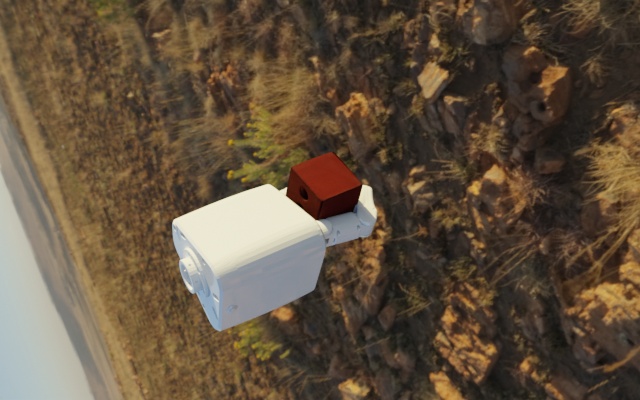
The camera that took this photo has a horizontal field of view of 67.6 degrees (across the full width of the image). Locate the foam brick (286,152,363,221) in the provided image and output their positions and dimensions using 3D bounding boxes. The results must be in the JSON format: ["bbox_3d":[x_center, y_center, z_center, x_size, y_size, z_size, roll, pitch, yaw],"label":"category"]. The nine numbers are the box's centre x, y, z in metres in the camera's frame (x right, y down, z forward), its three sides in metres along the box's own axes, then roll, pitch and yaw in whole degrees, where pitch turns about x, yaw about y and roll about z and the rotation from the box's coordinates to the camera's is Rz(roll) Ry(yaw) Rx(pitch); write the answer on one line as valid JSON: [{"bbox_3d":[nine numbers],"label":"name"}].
[{"bbox_3d":[0.000,0.001,0.479,0.051,0.078,0.053,-21,54,-30],"label":"foam brick"}]
